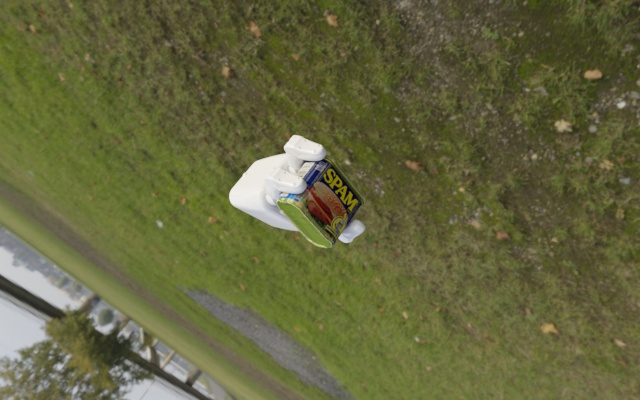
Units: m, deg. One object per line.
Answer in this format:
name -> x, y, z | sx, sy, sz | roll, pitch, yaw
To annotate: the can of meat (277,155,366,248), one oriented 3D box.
can of meat -> 0.000, 0.002, 0.641 | 0.057, 0.084, 0.102 | 3, -40, 52
